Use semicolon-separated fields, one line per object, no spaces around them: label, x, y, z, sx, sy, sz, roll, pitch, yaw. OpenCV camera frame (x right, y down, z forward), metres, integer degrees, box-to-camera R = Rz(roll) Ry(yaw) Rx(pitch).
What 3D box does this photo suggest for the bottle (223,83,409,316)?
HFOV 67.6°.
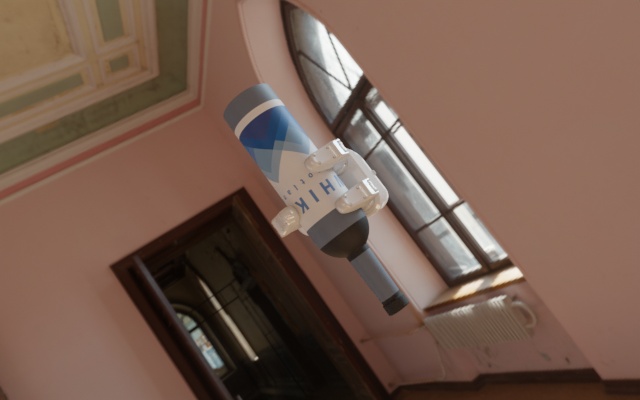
bottle;0.000;0.002;0.542;0.069;0.295;0.069;-36;-7;-5
